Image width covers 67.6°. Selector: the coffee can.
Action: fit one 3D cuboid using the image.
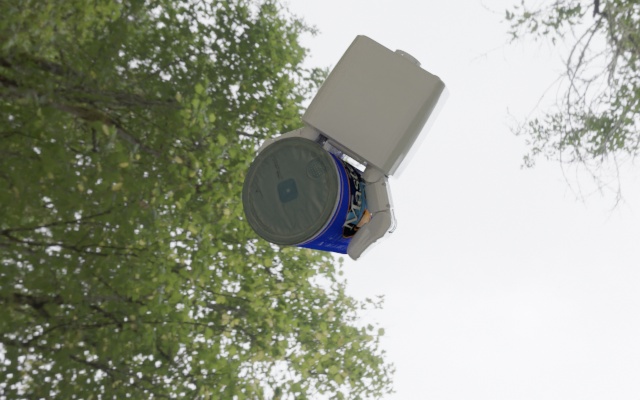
[{"bbox_3d":[0.000,0.002,0.501,0.103,0.103,0.140,0,-9,27],"label":"coffee can"}]
